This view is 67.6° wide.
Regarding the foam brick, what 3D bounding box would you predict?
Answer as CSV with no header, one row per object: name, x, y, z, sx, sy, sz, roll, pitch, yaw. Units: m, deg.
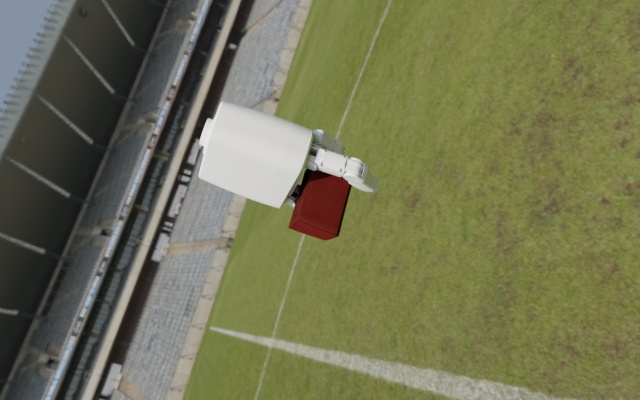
foam brick,0.000,0.002,0.564,0.051,0.078,0.053,19,-17,-12
